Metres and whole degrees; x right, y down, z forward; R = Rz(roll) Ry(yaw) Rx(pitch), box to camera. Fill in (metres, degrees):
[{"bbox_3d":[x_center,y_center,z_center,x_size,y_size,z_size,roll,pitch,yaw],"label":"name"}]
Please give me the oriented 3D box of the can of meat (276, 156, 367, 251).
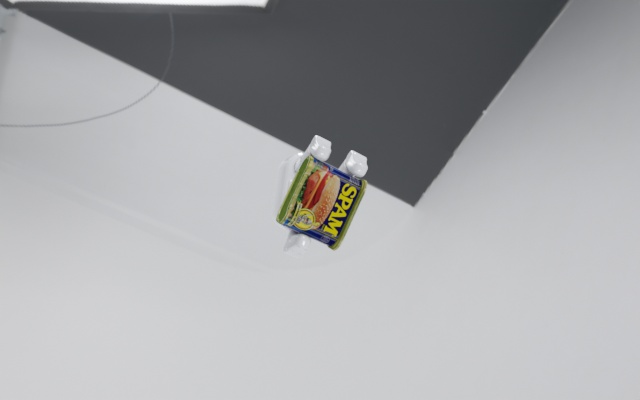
[{"bbox_3d":[0.000,0.002,0.627,0.084,0.102,0.057,25,-3,-14],"label":"can of meat"}]
